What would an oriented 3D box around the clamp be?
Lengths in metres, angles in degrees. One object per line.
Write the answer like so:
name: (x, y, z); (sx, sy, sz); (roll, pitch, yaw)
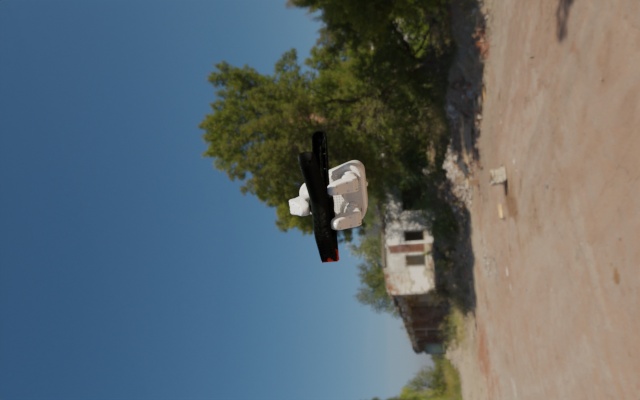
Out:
clamp: (-0.001, 0.003, 0.736); (0.036, 0.210, 0.164); (-5, 11, 10)
